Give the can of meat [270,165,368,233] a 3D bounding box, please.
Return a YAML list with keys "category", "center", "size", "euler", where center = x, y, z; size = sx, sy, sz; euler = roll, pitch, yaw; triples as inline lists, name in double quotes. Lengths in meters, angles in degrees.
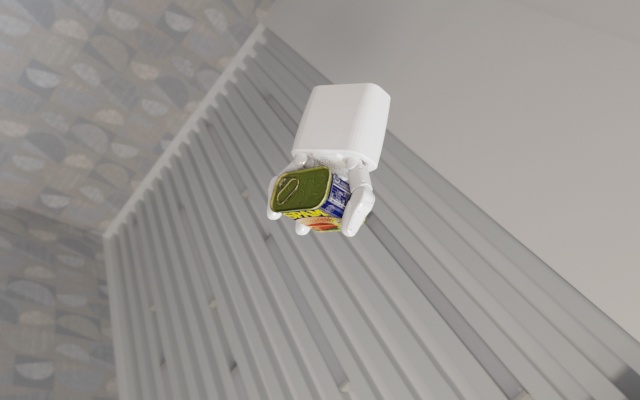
- category: "can of meat"
  center: [0.000, 0.002, 0.617]
  size: [0.102, 0.057, 0.084]
  euler: [-7, -27, 44]
